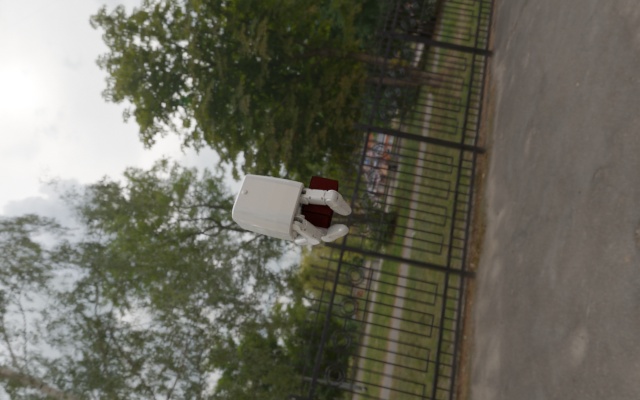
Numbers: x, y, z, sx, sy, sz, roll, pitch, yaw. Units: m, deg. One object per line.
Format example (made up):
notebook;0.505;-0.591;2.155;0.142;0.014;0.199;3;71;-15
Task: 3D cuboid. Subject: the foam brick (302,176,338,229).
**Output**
foam brick;0.000;0.003;0.873;0.051;0.078;0.053;11;-30;6
